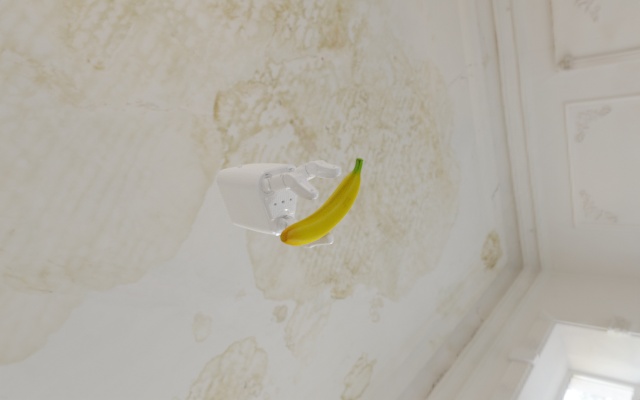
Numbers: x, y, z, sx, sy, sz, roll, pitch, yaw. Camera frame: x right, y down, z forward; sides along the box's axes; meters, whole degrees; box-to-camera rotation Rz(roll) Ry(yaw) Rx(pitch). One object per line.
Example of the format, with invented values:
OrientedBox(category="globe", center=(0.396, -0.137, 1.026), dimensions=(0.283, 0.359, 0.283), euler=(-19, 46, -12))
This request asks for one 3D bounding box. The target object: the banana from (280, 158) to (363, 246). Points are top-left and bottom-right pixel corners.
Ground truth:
OrientedBox(category="banana", center=(0.007, 0.015, 0.717), dimensions=(0.037, 0.070, 0.197), euler=(13, 46, 36))
